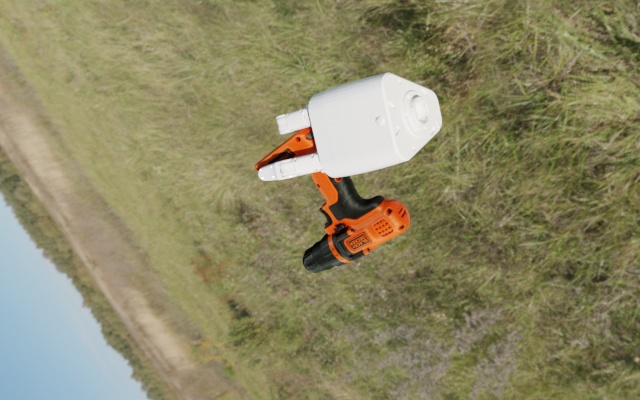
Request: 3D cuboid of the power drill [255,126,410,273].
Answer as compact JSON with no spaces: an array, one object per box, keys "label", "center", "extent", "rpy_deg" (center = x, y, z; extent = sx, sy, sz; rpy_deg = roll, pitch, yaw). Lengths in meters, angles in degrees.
[{"label":"power drill","center":[0.000,0.002,0.641],"extent":[0.184,0.188,0.057],"rpy_deg":[-33,11,35]}]
